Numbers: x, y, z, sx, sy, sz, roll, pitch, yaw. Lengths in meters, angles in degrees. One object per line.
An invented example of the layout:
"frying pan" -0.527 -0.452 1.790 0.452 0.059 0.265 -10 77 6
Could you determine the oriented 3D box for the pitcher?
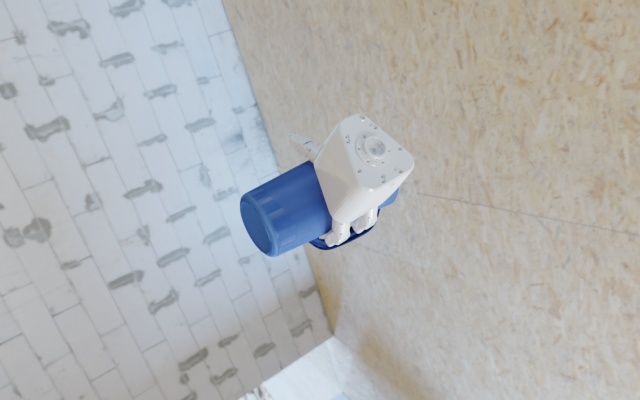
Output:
"pitcher" 0.000 0.002 0.776 0.243 0.149 0.145 -27 -13 -26
